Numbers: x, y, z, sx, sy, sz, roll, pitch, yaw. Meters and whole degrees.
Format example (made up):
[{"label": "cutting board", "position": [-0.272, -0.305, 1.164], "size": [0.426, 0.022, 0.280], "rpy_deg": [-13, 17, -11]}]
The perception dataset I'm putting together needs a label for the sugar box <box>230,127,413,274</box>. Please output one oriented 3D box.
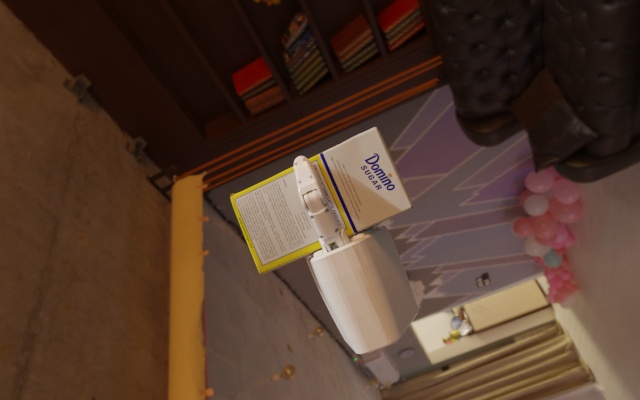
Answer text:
[{"label": "sugar box", "position": [0.000, 0.002, 0.512], "size": [0.176, 0.093, 0.048], "rpy_deg": [-24, -5, 8]}]
